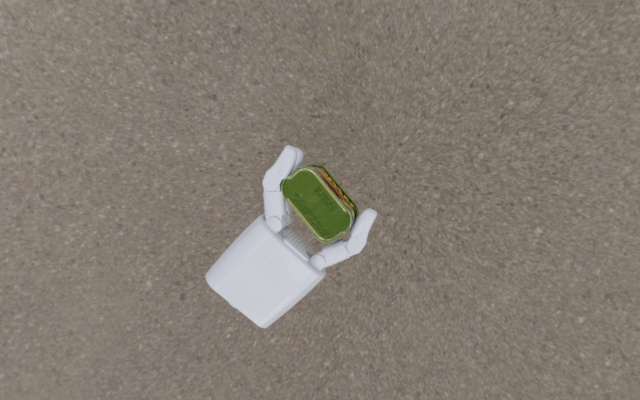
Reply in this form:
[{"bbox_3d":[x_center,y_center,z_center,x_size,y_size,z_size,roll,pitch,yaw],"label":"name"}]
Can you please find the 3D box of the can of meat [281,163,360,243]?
[{"bbox_3d":[0.000,0.002,0.604,0.057,0.102,0.084,-40,-2,9],"label":"can of meat"}]
